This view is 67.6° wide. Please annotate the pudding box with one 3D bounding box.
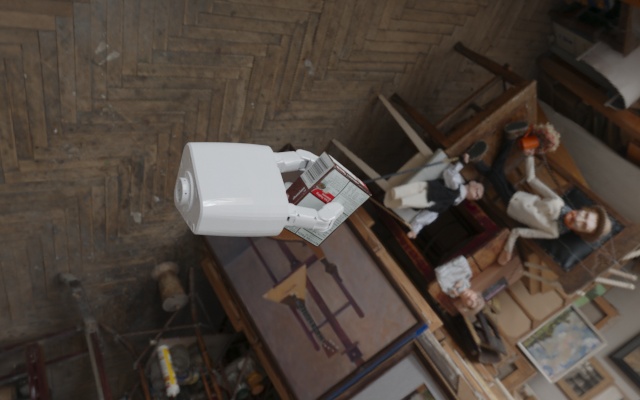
[{"bbox_3d":[0.000,0.002,0.649,0.090,0.113,0.039,34,18,-43],"label":"pudding box"}]
